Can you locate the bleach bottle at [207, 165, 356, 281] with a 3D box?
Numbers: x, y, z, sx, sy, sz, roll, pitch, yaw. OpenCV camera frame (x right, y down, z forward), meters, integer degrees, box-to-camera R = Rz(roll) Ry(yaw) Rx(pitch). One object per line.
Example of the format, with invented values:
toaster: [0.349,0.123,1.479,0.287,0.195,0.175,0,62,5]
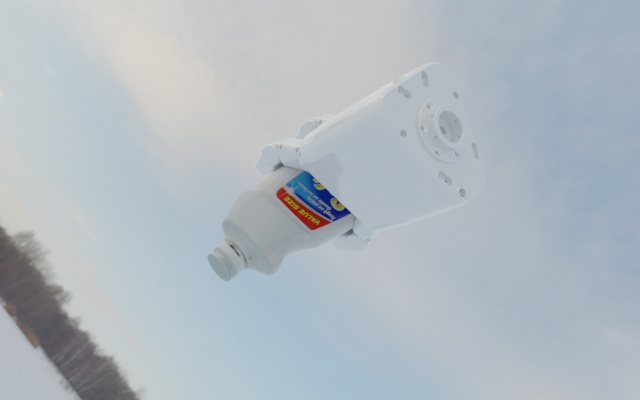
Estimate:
bleach bottle: [0.000,0.001,0.478,0.250,0.102,0.068,-37,9,-34]
